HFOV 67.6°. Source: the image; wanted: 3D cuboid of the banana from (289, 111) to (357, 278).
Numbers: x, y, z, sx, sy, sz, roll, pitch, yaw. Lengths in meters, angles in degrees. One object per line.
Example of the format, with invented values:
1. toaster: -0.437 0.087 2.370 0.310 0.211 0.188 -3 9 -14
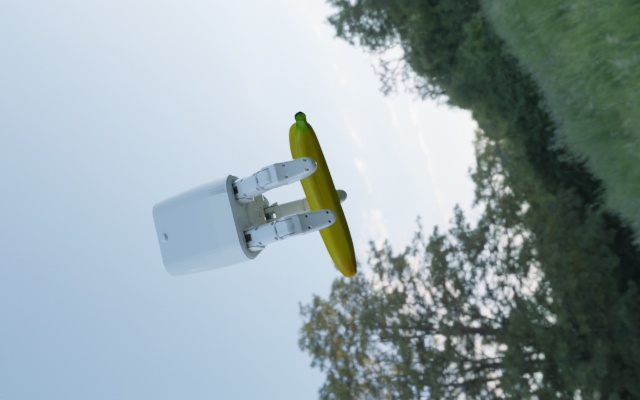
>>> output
1. banana: -0.001 -0.007 0.545 0.037 0.198 0.069 -18 18 7
